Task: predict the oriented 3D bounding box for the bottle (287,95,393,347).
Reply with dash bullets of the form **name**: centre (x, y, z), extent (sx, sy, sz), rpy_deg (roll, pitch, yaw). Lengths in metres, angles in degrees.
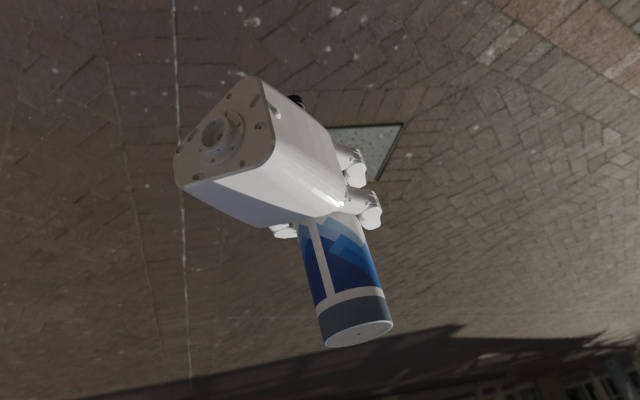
- **bottle**: centre (0.000, 0.002, 0.513), extent (0.069, 0.295, 0.069), rpy_deg (-12, -30, -7)
